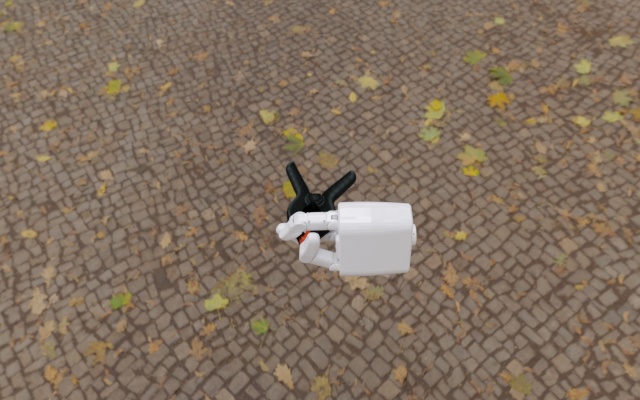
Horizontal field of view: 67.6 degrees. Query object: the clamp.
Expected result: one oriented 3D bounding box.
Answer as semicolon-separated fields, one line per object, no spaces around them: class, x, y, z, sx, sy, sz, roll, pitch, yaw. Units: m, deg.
clamp;0.000;0.002;0.772;0.120;0.171;0.039;-1;-38;3
